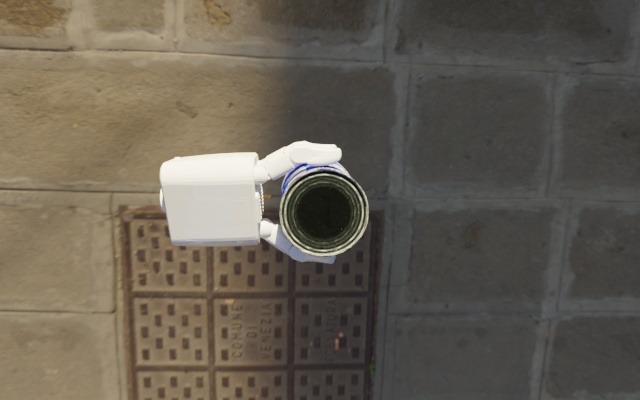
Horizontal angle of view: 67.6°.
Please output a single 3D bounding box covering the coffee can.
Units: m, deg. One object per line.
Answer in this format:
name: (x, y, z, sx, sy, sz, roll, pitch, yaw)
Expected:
coffee can: (0.000, 0.002, 0.608, 0.103, 0.103, 0.140, 0, 11, -4)
